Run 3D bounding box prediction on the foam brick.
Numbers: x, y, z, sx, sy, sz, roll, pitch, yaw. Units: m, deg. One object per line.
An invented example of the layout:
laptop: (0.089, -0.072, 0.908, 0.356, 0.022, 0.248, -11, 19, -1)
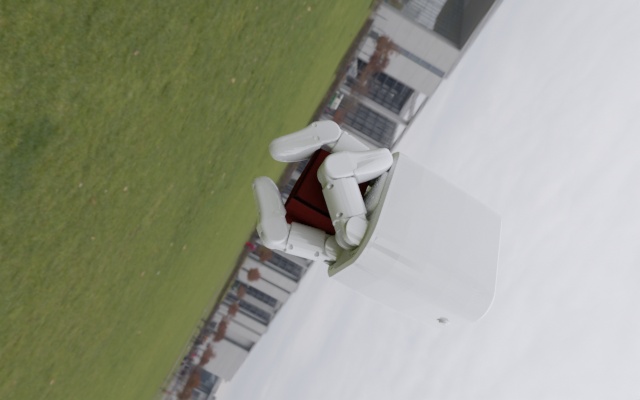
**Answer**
foam brick: (0.000, 0.001, 0.410, 0.051, 0.053, 0.078, 28, -23, -5)
